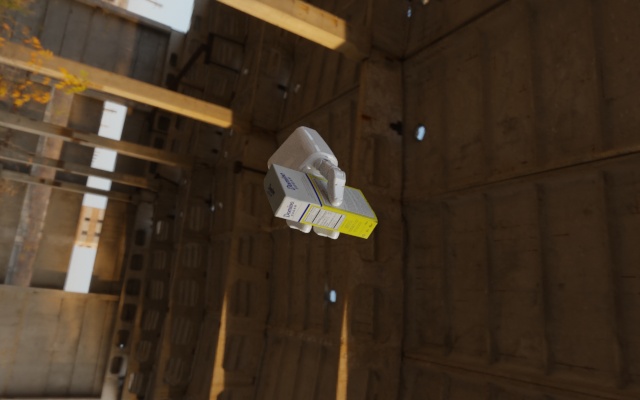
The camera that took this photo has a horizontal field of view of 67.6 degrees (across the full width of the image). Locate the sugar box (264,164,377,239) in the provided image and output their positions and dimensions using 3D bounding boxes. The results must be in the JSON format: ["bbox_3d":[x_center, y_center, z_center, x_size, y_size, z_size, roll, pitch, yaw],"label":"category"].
[{"bbox_3d":[0.000,0.003,0.769,0.176,0.048,0.093,14,30,-29],"label":"sugar box"}]
